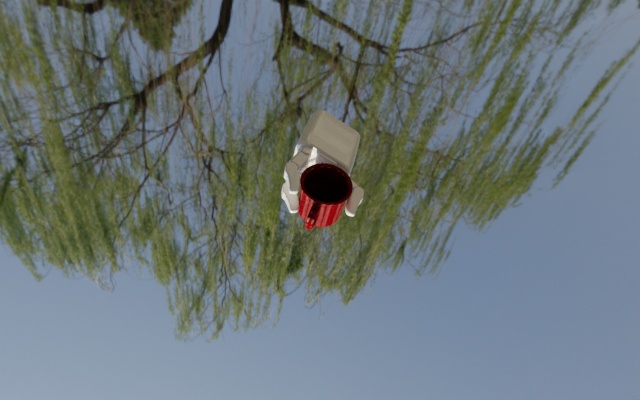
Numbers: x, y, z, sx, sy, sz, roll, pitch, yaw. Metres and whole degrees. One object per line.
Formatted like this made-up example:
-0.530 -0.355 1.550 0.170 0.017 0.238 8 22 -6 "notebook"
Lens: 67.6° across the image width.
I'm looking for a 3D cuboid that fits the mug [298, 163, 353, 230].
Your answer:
0.000 0.004 0.847 0.093 0.117 0.082 20 -38 3 "mug"
